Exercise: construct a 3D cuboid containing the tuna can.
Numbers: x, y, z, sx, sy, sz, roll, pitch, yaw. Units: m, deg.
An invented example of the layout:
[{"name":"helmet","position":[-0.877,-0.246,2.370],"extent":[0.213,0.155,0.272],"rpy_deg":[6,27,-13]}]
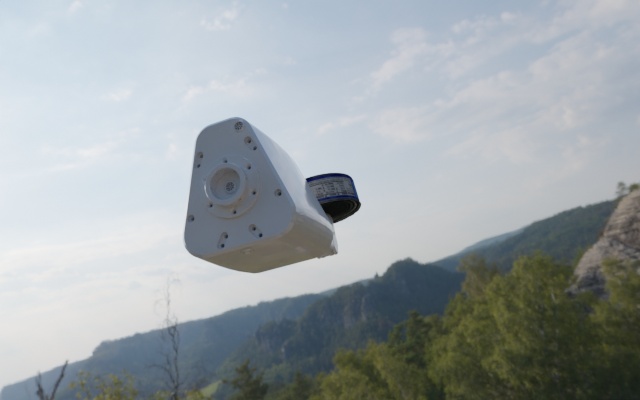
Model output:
[{"name":"tuna can","position":[0.000,0.001,0.535],"extent":[0.086,0.033,0.086],"rpy_deg":[-14,-19,-5]}]
